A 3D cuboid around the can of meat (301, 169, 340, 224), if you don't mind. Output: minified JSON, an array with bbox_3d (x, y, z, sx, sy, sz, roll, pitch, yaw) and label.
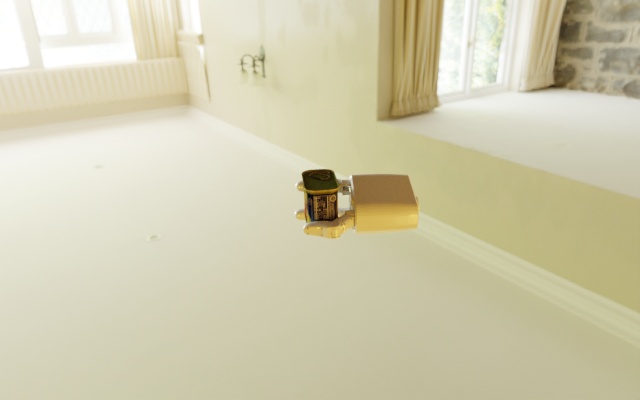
[{"bbox_3d":[0.000,0.003,0.805,0.057,0.084,0.102,-4,23,-5],"label":"can of meat"}]
